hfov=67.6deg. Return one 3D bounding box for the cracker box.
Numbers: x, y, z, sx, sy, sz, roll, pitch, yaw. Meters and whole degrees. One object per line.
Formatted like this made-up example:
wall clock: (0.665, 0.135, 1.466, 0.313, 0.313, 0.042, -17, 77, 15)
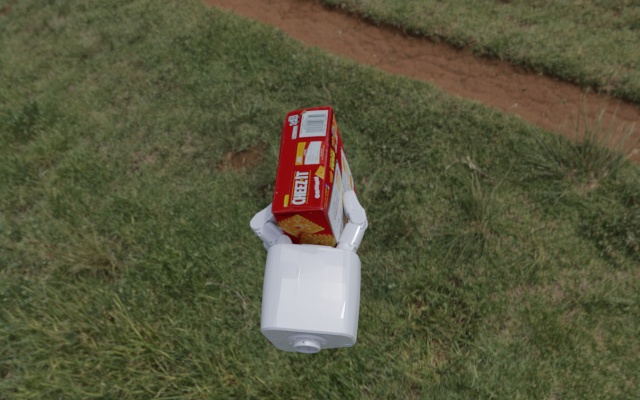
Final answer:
cracker box: (0.000, 0.002, 0.672, 0.072, 0.164, 0.214, -3, -33, 12)
